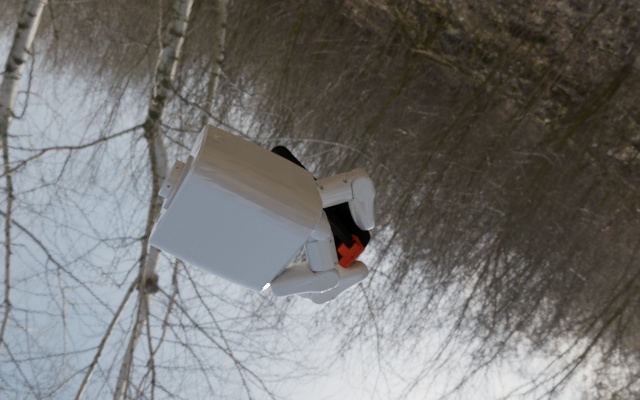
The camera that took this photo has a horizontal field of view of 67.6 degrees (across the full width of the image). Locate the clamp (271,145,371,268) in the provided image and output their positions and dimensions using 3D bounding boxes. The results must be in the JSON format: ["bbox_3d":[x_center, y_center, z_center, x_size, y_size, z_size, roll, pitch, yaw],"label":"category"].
[{"bbox_3d":[0.000,0.002,0.497,0.120,0.039,0.171,26,18,-19],"label":"clamp"}]
